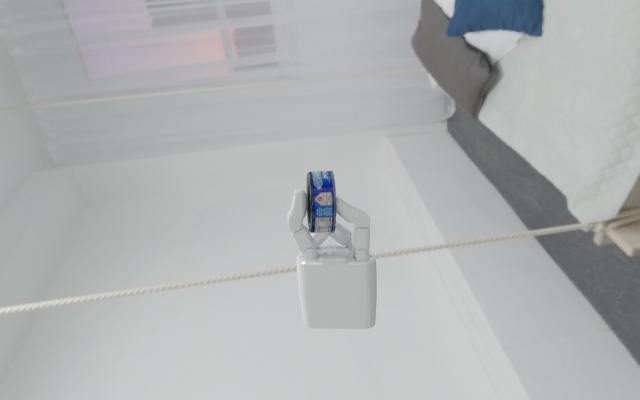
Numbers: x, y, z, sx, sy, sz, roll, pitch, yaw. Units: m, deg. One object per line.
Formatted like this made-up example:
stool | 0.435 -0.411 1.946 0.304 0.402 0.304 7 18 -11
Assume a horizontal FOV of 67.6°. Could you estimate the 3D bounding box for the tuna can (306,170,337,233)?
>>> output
tuna can | 0.000 0.002 0.653 0.034 0.086 0.086 -2 0 -5
